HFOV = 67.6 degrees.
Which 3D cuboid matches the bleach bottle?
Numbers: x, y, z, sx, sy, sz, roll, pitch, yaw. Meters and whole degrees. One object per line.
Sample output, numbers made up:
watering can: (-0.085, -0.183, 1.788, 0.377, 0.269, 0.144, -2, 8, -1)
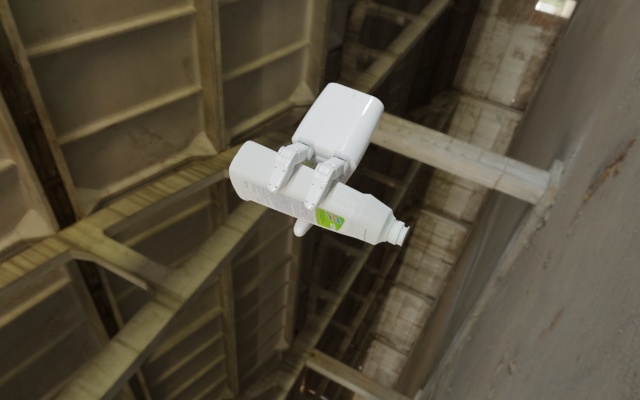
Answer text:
bleach bottle: (0.000, 0.002, 0.660, 0.251, 0.068, 0.103, 24, -20, 15)
